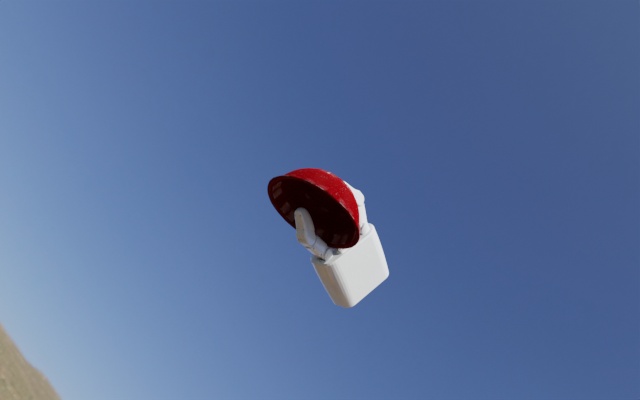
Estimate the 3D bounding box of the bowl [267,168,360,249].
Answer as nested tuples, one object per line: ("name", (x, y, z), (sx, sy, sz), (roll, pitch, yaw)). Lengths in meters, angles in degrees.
("bowl", (0.000, 0.001, 0.729), (0.162, 0.055, 0.162), (26, -29, 16))
